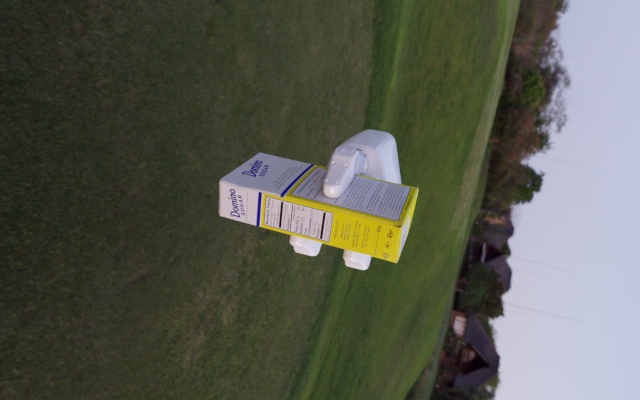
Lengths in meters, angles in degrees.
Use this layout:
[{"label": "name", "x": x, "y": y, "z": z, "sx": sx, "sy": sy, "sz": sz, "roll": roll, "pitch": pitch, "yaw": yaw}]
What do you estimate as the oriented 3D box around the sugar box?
[{"label": "sugar box", "x": 0.000, "y": 0.002, "z": 0.469, "sx": 0.176, "sy": 0.048, "sz": 0.093, "roll": 12, "pitch": 26, "yaw": 15}]
